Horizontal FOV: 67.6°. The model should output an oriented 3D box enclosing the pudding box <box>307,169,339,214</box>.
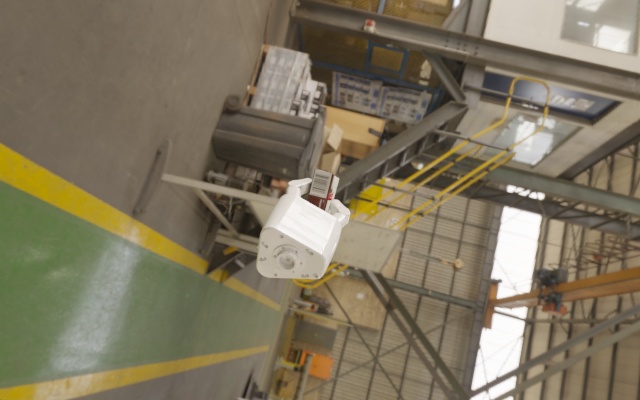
[{"bbox_3d":[0.000,0.003,0.865,0.039,0.113,0.090,16,1,7],"label":"pudding box"}]
